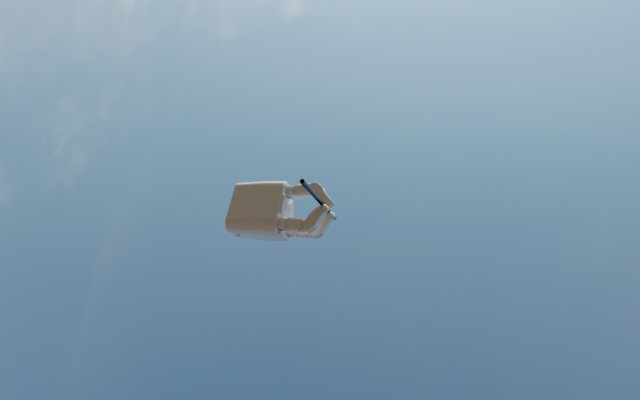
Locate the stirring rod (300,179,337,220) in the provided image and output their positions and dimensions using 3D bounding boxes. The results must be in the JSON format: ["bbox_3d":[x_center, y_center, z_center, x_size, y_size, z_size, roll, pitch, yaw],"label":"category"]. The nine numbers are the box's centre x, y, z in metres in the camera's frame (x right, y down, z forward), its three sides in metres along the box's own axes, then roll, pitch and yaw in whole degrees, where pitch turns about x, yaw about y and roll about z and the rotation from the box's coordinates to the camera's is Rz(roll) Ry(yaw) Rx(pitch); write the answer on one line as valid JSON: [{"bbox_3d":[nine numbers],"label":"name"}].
[{"bbox_3d":[0.000,0.003,0.862,0.011,0.011,0.240,0,-16,15],"label":"stirring rod"}]
